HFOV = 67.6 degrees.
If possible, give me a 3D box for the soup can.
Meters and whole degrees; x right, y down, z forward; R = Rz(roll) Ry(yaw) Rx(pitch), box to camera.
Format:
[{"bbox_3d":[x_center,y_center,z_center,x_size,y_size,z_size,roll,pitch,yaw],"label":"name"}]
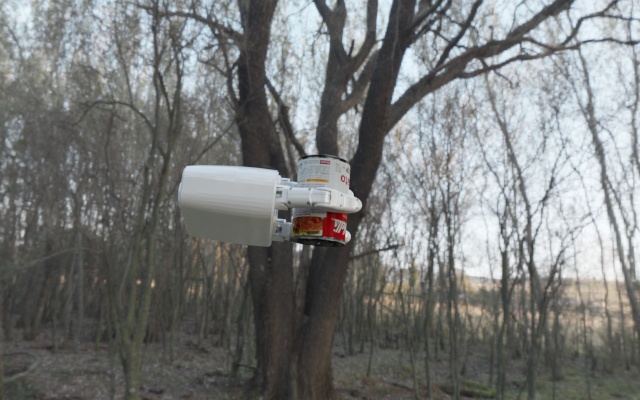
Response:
[{"bbox_3d":[0.001,0.002,0.587,0.068,0.102,0.068,5,-13,1],"label":"soup can"}]
